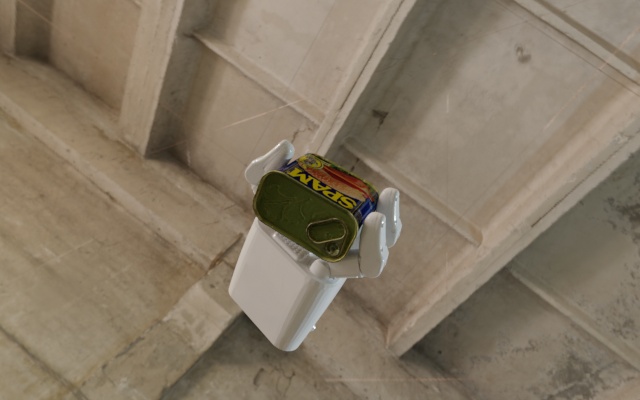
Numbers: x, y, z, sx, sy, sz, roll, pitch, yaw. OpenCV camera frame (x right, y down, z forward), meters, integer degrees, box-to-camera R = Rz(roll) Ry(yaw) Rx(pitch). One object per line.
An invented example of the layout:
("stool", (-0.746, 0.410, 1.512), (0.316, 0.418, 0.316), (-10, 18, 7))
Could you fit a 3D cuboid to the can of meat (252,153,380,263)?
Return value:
("can of meat", (0.000, 0.001, 0.465), (0.102, 0.057, 0.084), (30, 29, 11))
